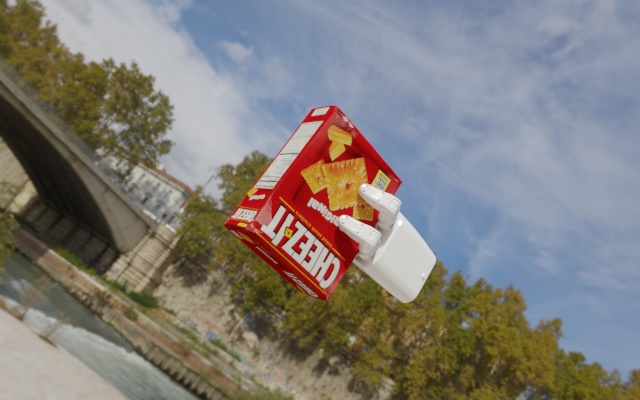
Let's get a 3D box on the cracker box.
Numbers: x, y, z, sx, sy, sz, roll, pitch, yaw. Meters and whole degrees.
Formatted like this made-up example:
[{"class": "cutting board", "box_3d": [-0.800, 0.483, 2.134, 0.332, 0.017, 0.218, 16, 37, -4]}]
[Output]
[{"class": "cracker box", "box_3d": [0.000, 0.002, 0.658, 0.164, 0.213, 0.072, 46, -23, -28]}]
